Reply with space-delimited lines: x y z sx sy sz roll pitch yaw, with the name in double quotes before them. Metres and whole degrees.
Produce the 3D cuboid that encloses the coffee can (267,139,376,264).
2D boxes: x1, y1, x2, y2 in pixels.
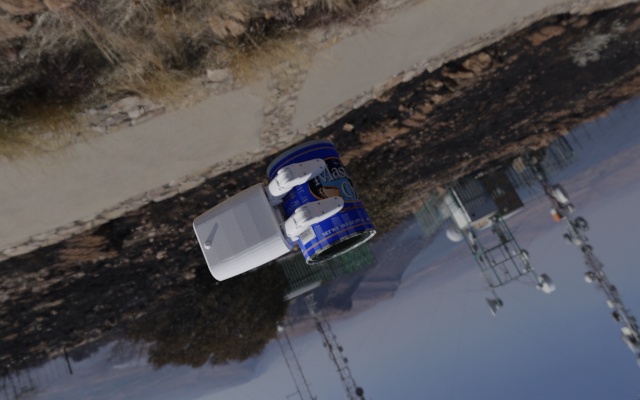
"coffee can" 0.000 0.002 0.653 0.103 0.140 0.103 -23 -15 -7
